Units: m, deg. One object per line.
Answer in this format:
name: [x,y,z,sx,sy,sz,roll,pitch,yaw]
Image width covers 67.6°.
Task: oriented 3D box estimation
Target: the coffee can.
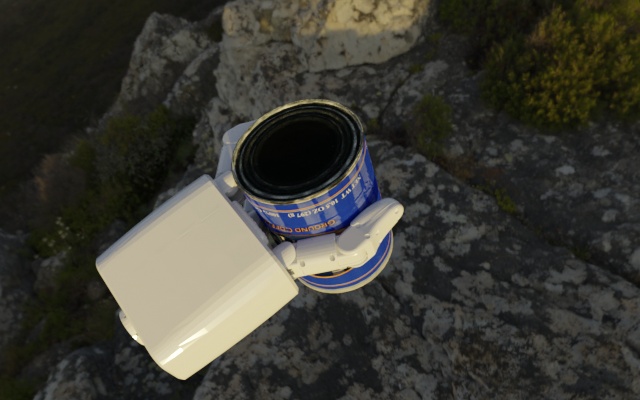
coffee can: [0.000,0.001,0.403,0.103,0.102,0.140,0,-36,19]
